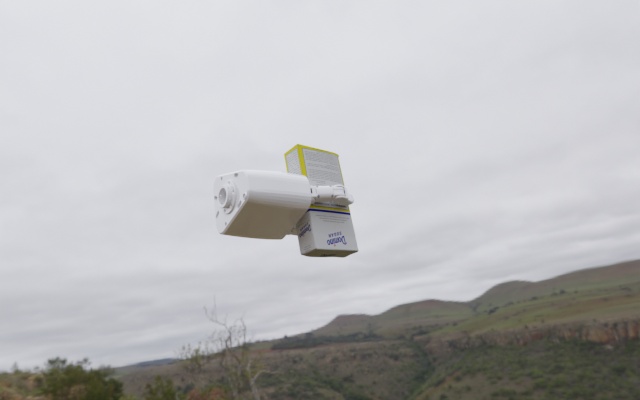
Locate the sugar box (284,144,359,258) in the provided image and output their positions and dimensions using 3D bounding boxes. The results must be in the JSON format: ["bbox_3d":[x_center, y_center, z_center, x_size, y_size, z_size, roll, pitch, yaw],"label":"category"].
[{"bbox_3d":[0.000,0.003,0.768,0.093,0.176,0.048,8,-25,-40],"label":"sugar box"}]
